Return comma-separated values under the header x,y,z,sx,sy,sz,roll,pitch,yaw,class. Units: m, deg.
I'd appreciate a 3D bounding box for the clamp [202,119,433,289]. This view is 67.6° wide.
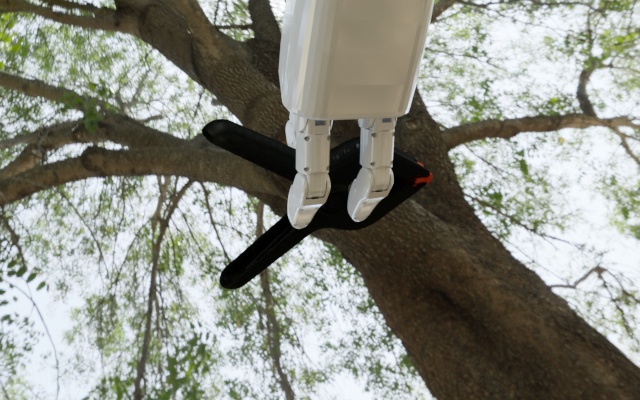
x,y,z,sx,sy,sz,roll,pitch,yaw,class
0.000,0.001,0.422,0.210,0.165,0.036,-7,38,-24,clamp
